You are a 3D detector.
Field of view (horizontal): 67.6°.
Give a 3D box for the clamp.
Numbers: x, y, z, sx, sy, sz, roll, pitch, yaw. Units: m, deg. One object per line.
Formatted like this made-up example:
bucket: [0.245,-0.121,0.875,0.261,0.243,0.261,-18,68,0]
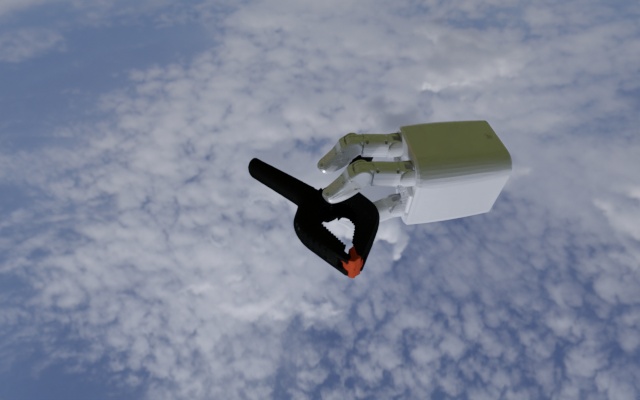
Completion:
clamp: [0.000,0.003,0.548,0.164,0.036,0.209,-7,42,-3]
